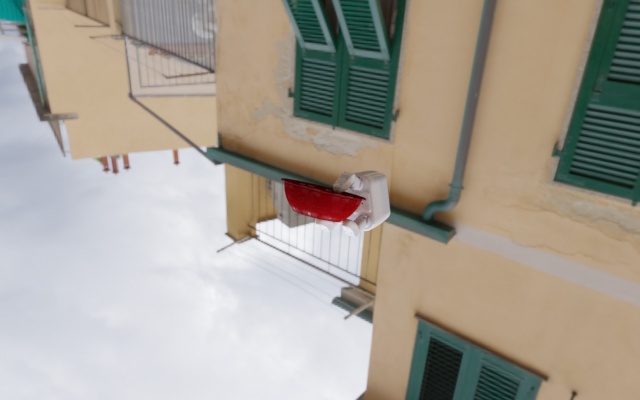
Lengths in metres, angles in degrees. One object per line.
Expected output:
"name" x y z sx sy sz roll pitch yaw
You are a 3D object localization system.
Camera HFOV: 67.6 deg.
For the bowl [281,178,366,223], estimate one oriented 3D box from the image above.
"bowl" -0.001 0.003 0.881 0.162 0.055 0.162 14 4 -1
